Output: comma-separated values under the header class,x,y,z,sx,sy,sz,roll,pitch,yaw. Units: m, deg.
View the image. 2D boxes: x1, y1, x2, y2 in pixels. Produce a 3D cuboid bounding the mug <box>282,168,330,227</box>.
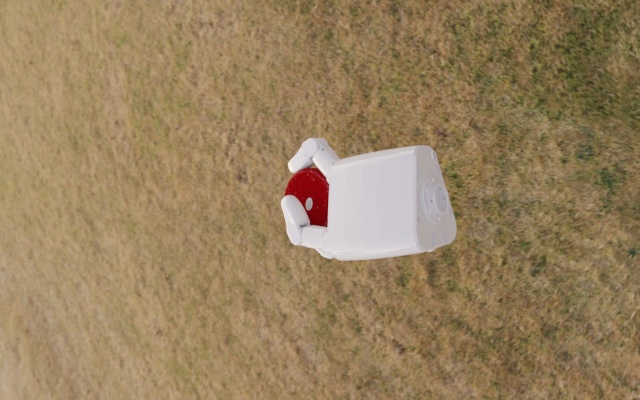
class,x,y,z,sx,sy,sz,roll,pitch,yaw
mug,-0.001,0.002,0.604,0.117,0.093,0.081,-12,-4,40
